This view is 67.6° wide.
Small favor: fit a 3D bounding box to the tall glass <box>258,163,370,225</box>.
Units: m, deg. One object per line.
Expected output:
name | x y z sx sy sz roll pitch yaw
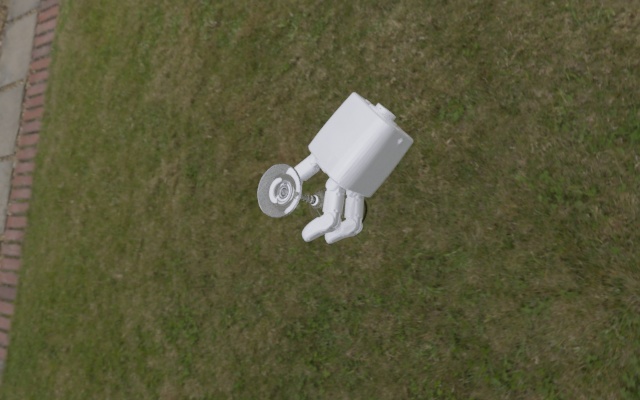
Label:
tall glass | 0.000 0.002 0.715 0.079 0.079 0.201 0 -9 34
